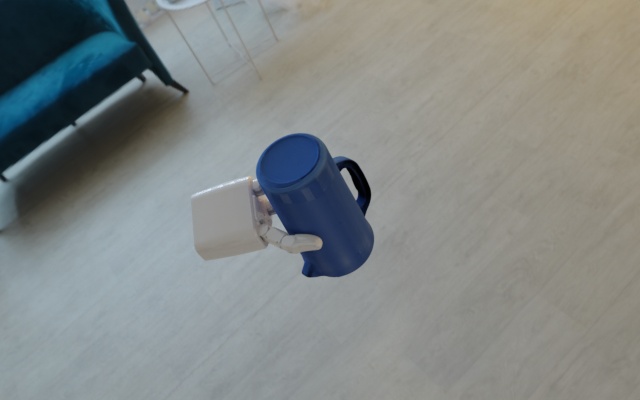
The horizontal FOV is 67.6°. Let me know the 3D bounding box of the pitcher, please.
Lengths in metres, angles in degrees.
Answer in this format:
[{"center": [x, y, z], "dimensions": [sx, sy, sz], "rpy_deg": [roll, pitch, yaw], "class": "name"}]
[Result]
[{"center": [0.000, 0.003, 0.754], "dimensions": [0.145, 0.149, 0.243], "rpy_deg": [-14, -39, 12], "class": "pitcher"}]
